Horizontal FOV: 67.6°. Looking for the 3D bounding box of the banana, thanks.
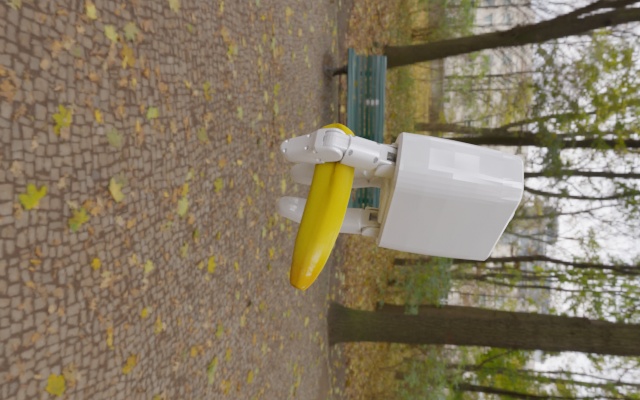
[{"bbox_3d":[0.006,-0.013,0.432,0.037,0.197,0.070,18,-47,-9],"label":"banana"}]
